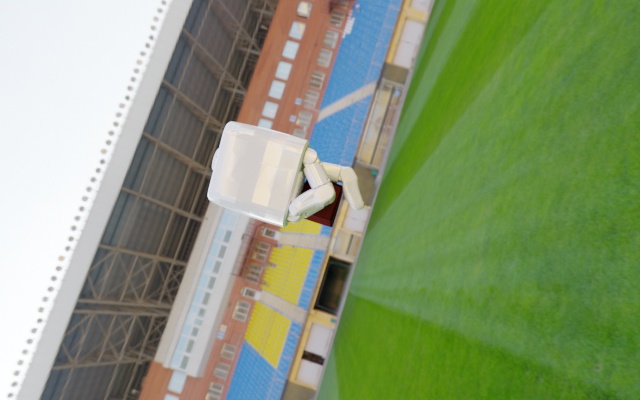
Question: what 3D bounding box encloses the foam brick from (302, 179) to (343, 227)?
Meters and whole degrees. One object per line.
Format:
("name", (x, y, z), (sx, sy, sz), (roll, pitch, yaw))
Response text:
("foam brick", (0.000, 0.002, 0.672), (0.051, 0.053, 0.078), (17, -9, 4))
